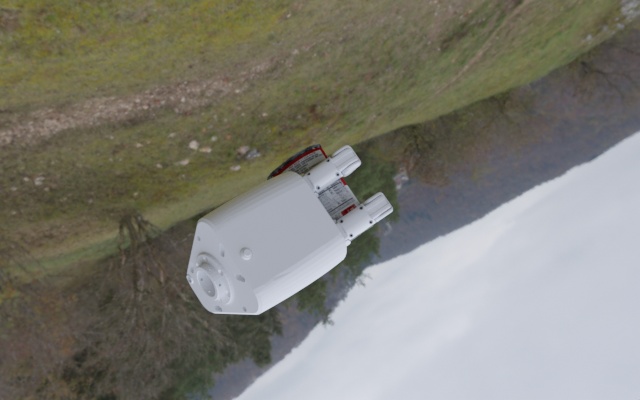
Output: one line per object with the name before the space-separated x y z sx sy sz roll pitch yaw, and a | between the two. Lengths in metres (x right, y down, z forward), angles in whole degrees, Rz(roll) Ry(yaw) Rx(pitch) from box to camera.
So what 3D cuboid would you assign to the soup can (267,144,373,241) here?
soup can | 0.001 0.002 0.498 0.068 0.102 0.068 -34 -5 -4
